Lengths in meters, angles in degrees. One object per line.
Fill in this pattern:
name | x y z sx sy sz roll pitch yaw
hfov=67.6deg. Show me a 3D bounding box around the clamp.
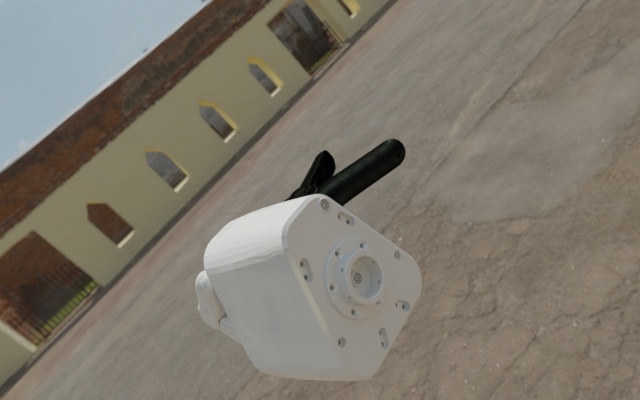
clamp | 0.000 0.001 0.424 0.120 0.039 0.171 -17 30 51
